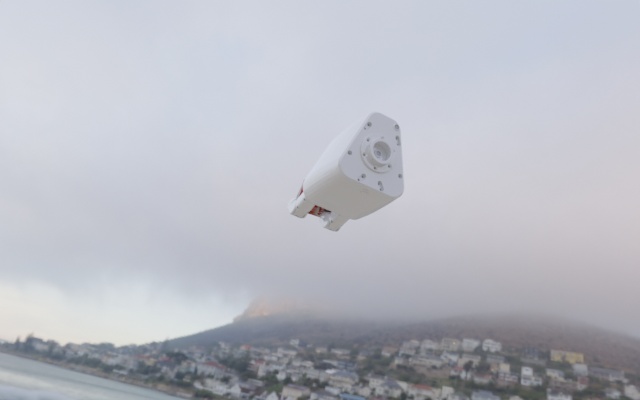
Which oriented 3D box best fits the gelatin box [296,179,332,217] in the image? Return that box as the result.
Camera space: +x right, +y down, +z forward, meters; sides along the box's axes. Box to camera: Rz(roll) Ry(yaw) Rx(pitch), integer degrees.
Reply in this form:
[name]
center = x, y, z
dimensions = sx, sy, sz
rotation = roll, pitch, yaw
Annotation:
[gelatin box]
center = 0.000, 0.002, 0.741
dimensions = 0.073, 0.030, 0.089
rotation = 17, -17, -5
